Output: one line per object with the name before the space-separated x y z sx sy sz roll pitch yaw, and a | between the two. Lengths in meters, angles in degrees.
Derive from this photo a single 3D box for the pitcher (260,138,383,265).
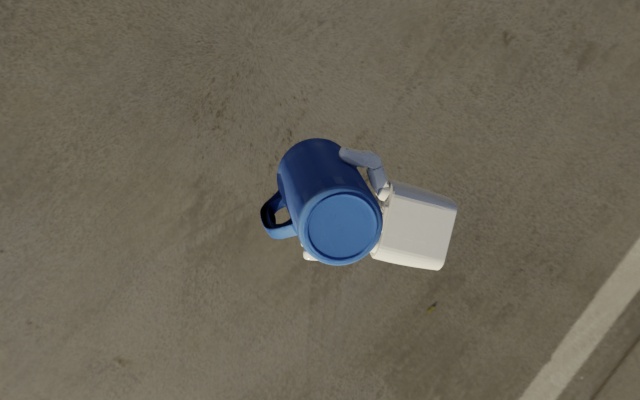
pitcher | 0.000 0.002 0.693 0.145 0.149 0.242 15 15 -13
